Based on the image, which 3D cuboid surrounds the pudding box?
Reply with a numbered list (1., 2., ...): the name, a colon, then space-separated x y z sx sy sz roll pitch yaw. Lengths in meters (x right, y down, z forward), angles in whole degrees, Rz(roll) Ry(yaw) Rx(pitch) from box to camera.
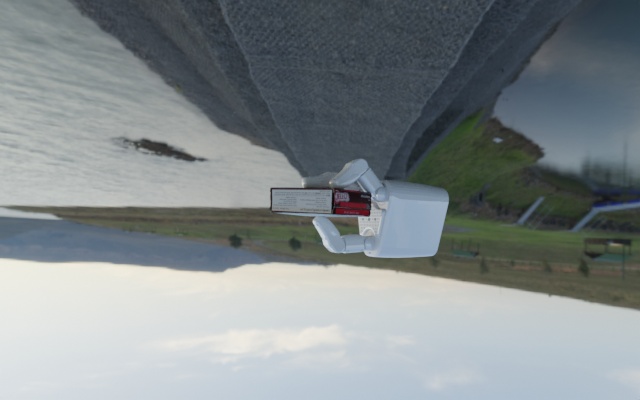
1. pudding box: 0.000 0.002 0.656 0.113 0.039 0.090 -1 -5 38
